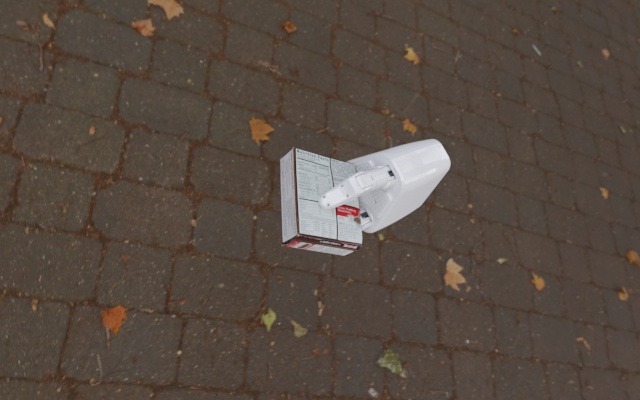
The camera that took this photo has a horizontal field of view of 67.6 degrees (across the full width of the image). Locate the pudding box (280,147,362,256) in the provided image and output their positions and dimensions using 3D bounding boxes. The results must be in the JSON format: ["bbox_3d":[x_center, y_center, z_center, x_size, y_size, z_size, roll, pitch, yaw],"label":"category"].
[{"bbox_3d":[0.000,0.002,0.552,0.090,0.113,0.039,12,-31,-30],"label":"pudding box"}]
